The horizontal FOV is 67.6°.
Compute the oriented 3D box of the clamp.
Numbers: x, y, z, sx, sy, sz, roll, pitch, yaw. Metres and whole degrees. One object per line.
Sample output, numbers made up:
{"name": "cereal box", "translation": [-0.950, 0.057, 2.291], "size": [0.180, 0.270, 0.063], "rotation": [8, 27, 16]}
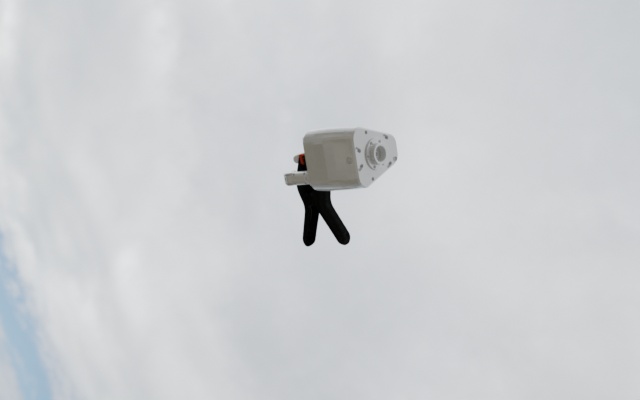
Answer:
{"name": "clamp", "translation": [0.000, 0.002, 0.824], "size": [0.039, 0.171, 0.120], "rotation": [-19, 15, -42]}
